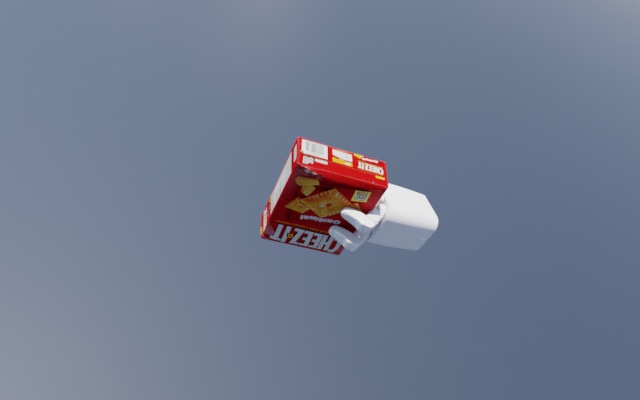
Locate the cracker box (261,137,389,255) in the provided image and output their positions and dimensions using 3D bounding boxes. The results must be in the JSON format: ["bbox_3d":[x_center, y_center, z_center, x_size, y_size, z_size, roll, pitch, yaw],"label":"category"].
[{"bbox_3d":[0.000,0.003,0.856,0.164,0.072,0.214,15,-44,-16],"label":"cracker box"}]
